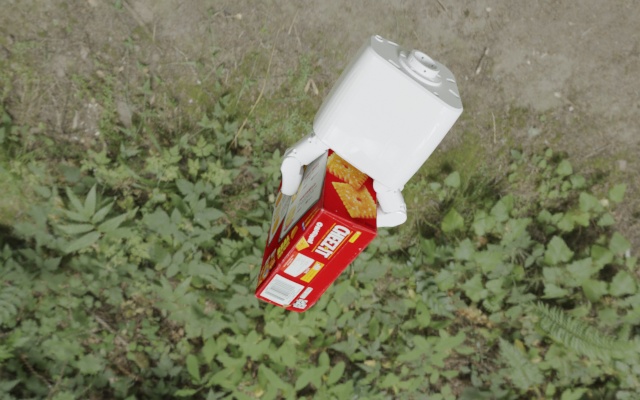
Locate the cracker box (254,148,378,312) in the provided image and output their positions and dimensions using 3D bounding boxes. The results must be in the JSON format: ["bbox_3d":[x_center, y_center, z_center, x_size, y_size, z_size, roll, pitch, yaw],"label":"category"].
[{"bbox_3d":[0.000,0.002,0.575,0.072,0.213,0.164,25,-51,-15],"label":"cracker box"}]
